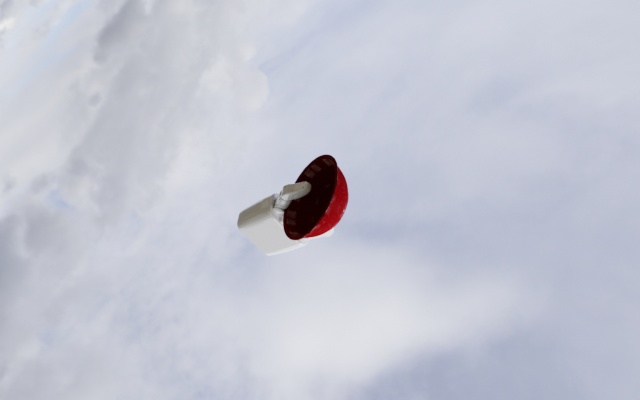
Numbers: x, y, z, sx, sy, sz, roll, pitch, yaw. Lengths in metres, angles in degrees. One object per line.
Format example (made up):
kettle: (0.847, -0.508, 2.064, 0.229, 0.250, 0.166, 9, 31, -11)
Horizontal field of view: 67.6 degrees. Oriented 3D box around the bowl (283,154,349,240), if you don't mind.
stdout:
bowl: (0.001, 0.003, 0.836, 0.055, 0.162, 0.162, 26, -12, -27)
